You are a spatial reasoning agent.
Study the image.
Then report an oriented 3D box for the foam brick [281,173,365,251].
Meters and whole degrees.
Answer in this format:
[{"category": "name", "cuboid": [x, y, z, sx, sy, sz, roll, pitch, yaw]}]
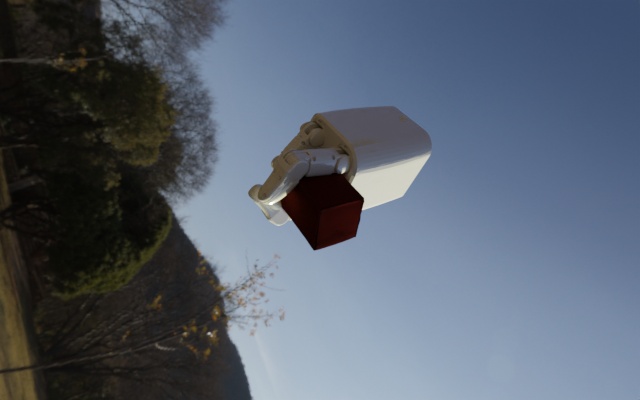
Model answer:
[{"category": "foam brick", "cuboid": [0.000, 0.002, 0.481, 0.051, 0.053, 0.078, -13, 43, -27]}]
